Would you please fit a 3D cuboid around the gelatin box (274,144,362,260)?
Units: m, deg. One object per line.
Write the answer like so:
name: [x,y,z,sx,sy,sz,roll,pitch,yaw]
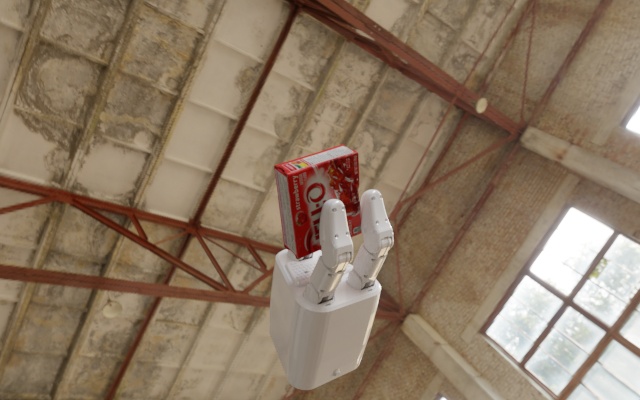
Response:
gelatin box: [0.000,0.001,0.439,0.073,0.089,0.030,-19,31,-25]
